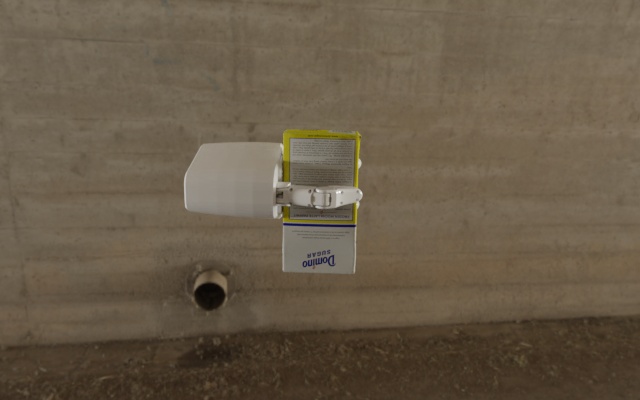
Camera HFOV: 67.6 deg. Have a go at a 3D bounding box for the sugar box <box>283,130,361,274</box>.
[{"bbox_3d":[0.000,0.002,0.597,0.093,0.176,0.048,2,15,1],"label":"sugar box"}]
